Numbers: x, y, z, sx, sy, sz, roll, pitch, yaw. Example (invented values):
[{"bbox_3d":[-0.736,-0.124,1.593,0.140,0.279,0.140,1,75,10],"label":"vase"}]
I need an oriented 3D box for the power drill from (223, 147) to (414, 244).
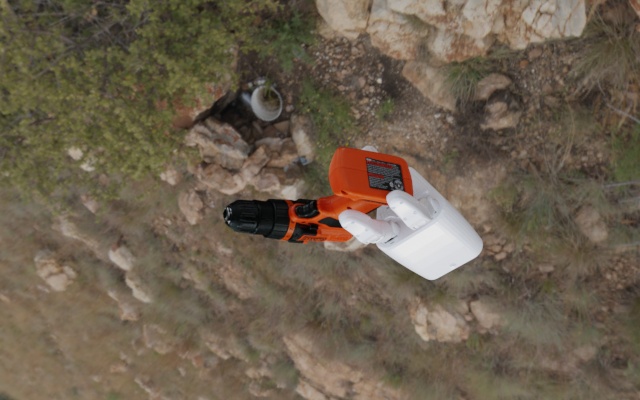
[{"bbox_3d":[0.001,0.002,0.559,0.184,0.057,0.188,5,-21,-32],"label":"power drill"}]
